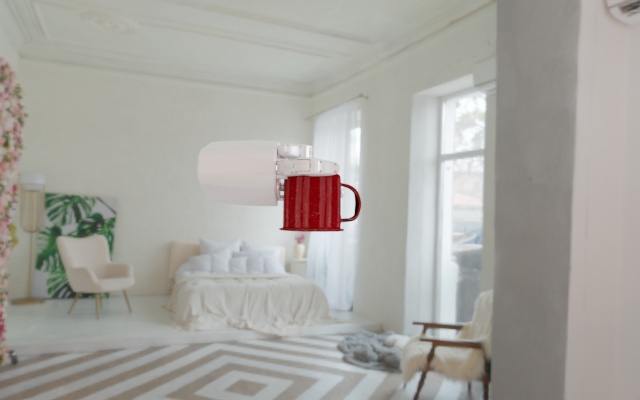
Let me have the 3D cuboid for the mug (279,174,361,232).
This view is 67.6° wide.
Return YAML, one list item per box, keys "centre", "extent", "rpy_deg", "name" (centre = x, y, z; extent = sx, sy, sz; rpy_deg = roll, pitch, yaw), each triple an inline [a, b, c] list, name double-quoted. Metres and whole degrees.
- centre: [0.002, 0.002, 0.680]
  extent: [0.117, 0.081, 0.093]
  rpy_deg: [1, -1, -3]
  name: "mug"
